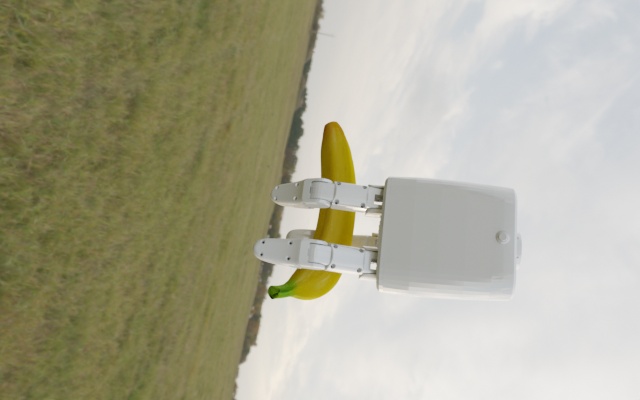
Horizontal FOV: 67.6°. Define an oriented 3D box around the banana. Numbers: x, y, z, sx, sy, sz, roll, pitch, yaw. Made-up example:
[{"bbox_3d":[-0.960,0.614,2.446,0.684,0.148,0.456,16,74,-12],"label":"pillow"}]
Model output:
[{"bbox_3d":[0.008,0.015,0.454,0.037,0.197,0.070,-5,-38,29],"label":"banana"}]
